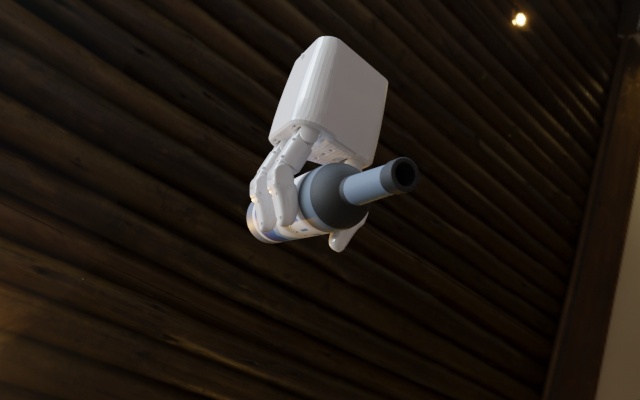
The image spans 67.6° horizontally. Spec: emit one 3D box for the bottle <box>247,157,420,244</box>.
[{"bbox_3d":[0.000,0.002,0.493,0.069,0.069,0.296,0,-8,-26],"label":"bottle"}]
